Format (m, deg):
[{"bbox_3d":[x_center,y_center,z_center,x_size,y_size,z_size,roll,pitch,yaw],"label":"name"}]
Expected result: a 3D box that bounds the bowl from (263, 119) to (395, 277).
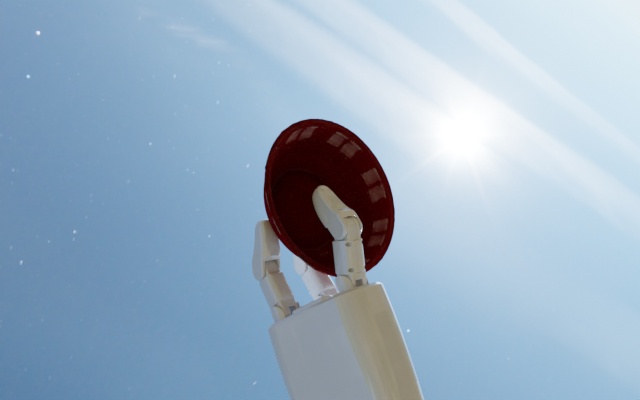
[{"bbox_3d":[0.000,0.000,0.485,0.162,0.162,0.055,0,-16,-39],"label":"bowl"}]
